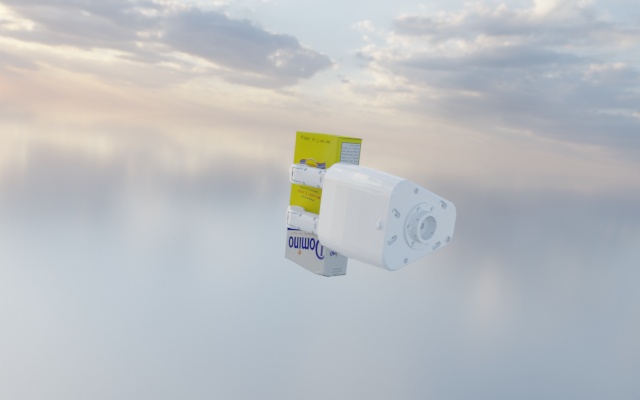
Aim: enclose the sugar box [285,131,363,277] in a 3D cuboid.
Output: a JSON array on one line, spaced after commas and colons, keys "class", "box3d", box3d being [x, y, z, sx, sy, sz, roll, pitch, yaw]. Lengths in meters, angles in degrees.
[{"class": "sugar box", "box3d": [0.000, 0.002, 0.621, 0.048, 0.176, 0.093, 1, 10, -38]}]
